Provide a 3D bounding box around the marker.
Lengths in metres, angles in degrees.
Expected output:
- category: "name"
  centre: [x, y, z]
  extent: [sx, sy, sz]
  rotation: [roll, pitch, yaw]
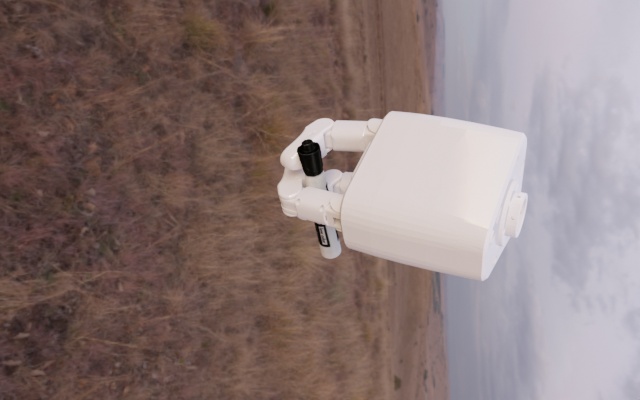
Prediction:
- category: "marker"
  centre: [0.000, 0.001, 0.404]
  extent: [0.020, 0.121, 0.020]
  rotation: [-7, 39, 6]
